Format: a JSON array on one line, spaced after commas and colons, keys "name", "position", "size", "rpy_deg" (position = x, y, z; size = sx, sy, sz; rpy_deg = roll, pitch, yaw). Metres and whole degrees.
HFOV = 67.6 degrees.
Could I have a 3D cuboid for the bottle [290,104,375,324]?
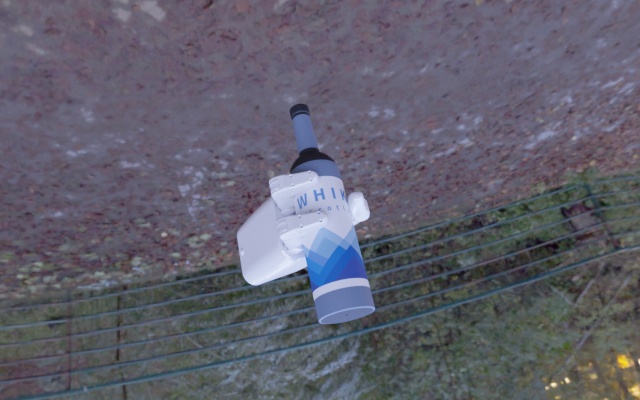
[{"name": "bottle", "position": [0.000, 0.002, 0.607], "size": [0.069, 0.295, 0.069], "rpy_deg": [-11, -25, -5]}]
